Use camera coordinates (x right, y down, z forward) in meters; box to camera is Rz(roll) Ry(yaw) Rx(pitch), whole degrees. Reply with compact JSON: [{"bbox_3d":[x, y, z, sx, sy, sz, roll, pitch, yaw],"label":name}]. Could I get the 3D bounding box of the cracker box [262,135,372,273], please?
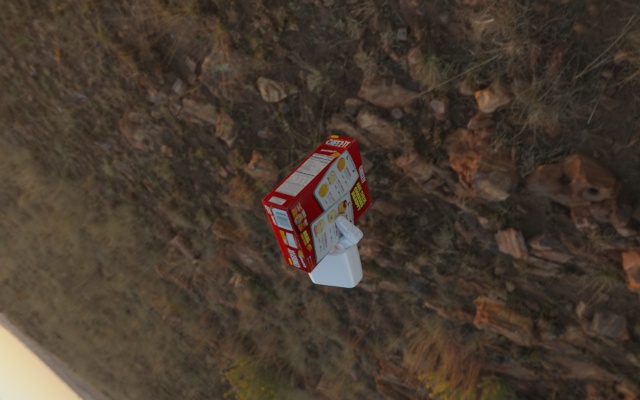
[{"bbox_3d":[0.000,0.003,0.900,0.072,0.164,0.213,16,49,36],"label":"cracker box"}]
